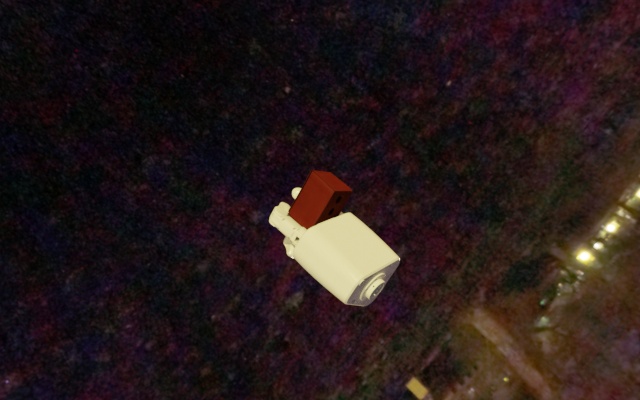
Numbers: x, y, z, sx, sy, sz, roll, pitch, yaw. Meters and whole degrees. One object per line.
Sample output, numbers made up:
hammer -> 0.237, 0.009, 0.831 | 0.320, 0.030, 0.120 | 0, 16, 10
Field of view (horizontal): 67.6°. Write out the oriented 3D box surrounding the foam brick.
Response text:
foam brick -> 0.000, 0.002, 0.696 | 0.051, 0.078, 0.053 | 41, 22, 28
